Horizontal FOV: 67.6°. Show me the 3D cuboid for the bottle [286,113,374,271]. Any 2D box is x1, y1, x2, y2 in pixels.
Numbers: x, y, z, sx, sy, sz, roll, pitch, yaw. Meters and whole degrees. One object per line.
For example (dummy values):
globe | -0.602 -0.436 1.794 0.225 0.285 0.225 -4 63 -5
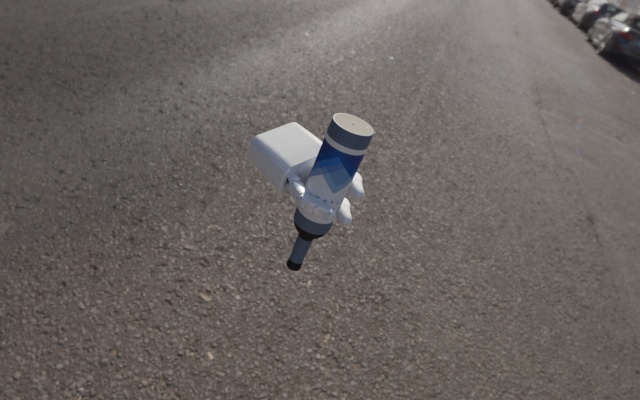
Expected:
bottle | 0.000 0.002 0.783 0.069 0.296 0.069 16 32 -11
